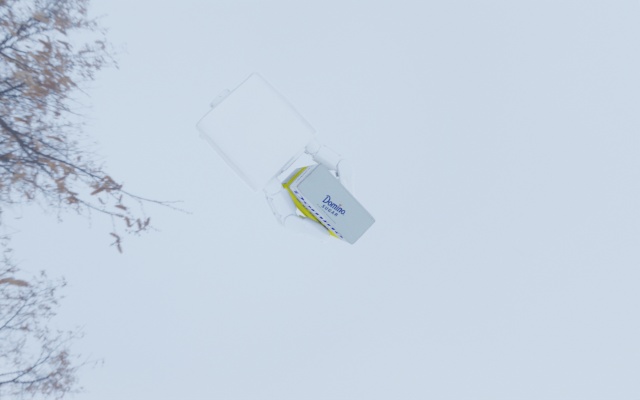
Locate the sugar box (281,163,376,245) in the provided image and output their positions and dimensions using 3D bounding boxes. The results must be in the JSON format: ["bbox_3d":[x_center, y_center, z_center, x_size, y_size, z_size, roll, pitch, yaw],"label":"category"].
[{"bbox_3d":[0.000,0.002,0.603,0.048,0.093,0.176,-45,9,-5],"label":"sugar box"}]
